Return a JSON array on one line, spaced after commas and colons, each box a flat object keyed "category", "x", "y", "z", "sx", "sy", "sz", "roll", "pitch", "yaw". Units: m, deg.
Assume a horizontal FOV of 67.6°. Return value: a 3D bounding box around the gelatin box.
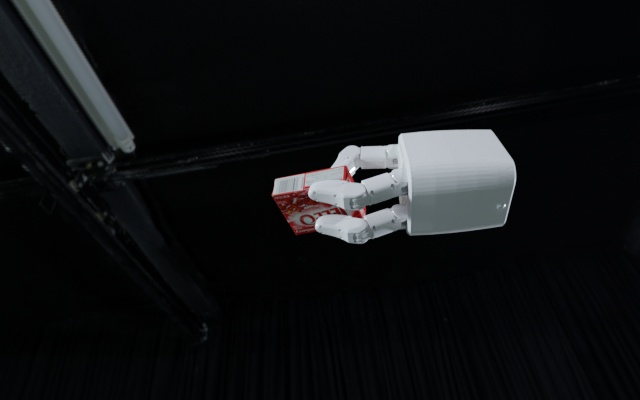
[{"category": "gelatin box", "x": 0.000, "y": 0.001, "z": 0.543, "sx": 0.089, "sy": 0.030, "sz": 0.073, "roll": -10, "pitch": -44, "yaw": 18}]
